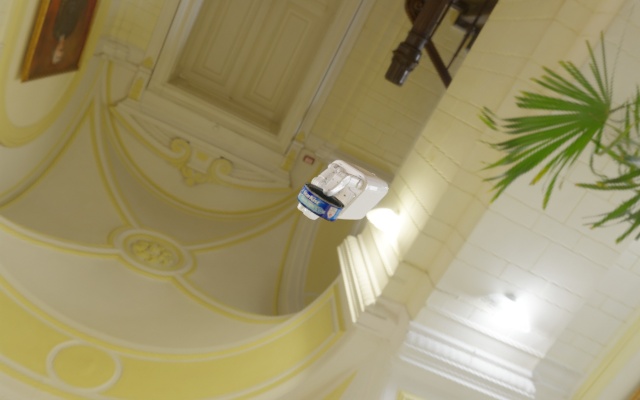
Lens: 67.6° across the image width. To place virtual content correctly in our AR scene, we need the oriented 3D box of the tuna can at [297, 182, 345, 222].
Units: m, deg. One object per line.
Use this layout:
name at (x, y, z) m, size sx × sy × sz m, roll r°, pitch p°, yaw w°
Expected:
tuna can at (0.000, 0.003, 0.886) m, size 0.086 × 0.034 × 0.086 m, roll 30°, pitch 11°, yaw -7°
